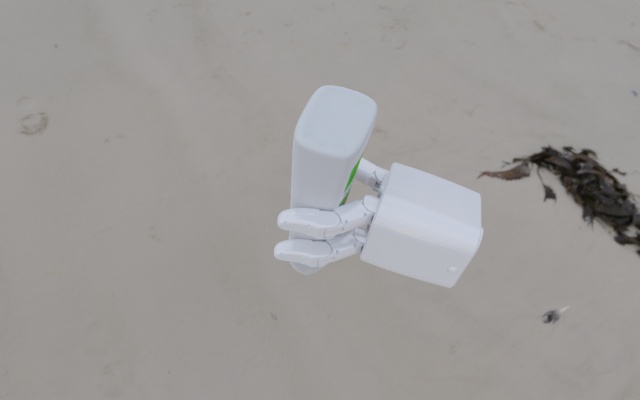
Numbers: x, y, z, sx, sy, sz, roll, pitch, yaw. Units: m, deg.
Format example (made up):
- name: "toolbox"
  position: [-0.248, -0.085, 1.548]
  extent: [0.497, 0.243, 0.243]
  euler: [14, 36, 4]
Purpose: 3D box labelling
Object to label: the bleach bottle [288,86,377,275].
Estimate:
- name: "bleach bottle"
  position: [0.000, 0.002, 0.542]
  extent: [0.068, 0.102, 0.251]
  euler: [19, -39, 7]
